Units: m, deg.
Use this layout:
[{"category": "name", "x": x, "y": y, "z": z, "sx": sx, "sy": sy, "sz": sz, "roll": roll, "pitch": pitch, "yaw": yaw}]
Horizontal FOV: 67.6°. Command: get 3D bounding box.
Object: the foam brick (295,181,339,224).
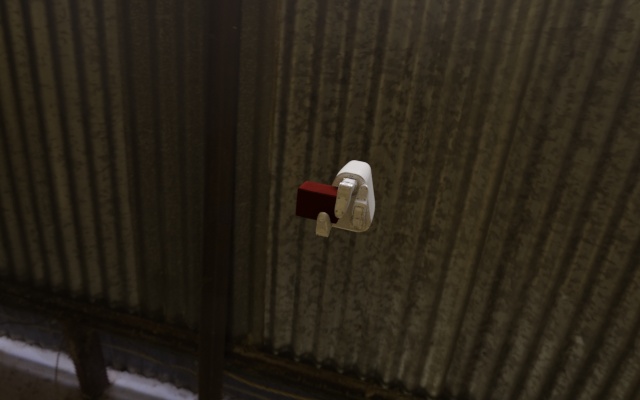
[{"category": "foam brick", "x": 0.000, "y": 0.003, "z": 0.850, "sx": 0.078, "sy": 0.053, "sz": 0.051, "roll": 12, "pitch": 21, "yaw": 9}]
